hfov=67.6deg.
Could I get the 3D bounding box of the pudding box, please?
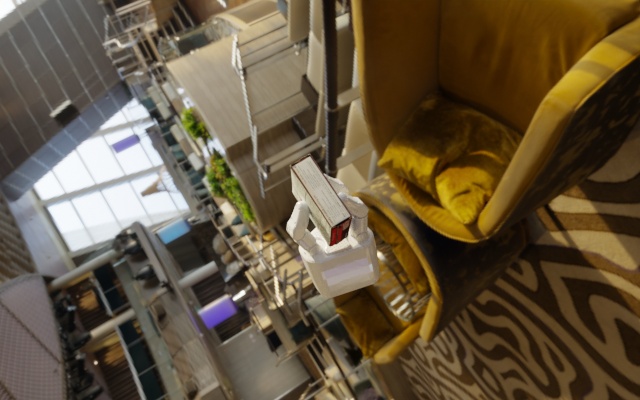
[{"bbox_3d":[0.000,0.002,0.685,0.039,0.113,0.090,-31,-18,-13],"label":"pudding box"}]
